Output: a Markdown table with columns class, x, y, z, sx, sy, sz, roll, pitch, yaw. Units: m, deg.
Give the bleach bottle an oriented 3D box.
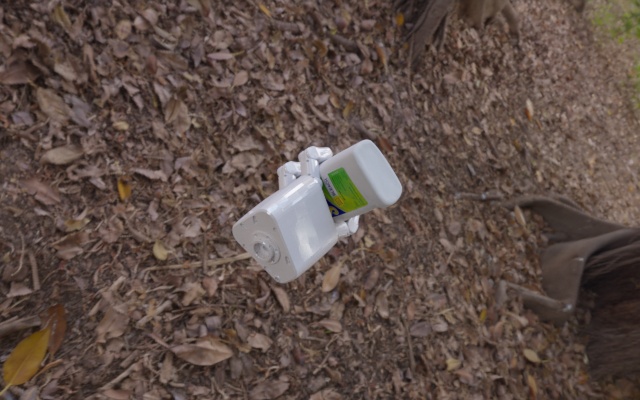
| class | x | y | z | sx | sy | sz | roll | pitch | yaw |
| --- | --- | --- | --- | --- | --- | --- | --- | --- | --- |
| bleach bottle | 0.000 | 0.002 | 0.749 | 0.251 | 0.102 | 0.068 | -29 | 7 | 42 |
